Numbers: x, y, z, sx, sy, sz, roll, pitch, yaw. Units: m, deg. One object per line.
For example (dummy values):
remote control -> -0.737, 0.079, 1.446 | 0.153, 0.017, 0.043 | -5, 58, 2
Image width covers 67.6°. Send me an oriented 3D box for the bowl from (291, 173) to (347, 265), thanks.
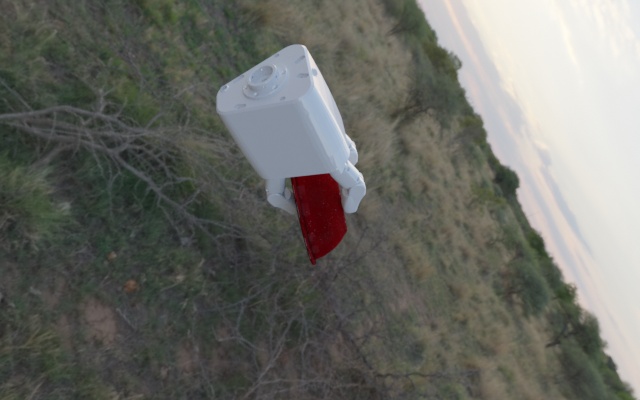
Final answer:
bowl -> 0.001, 0.003, 0.638 | 0.055, 0.162, 0.162 | -12, 0, 1
